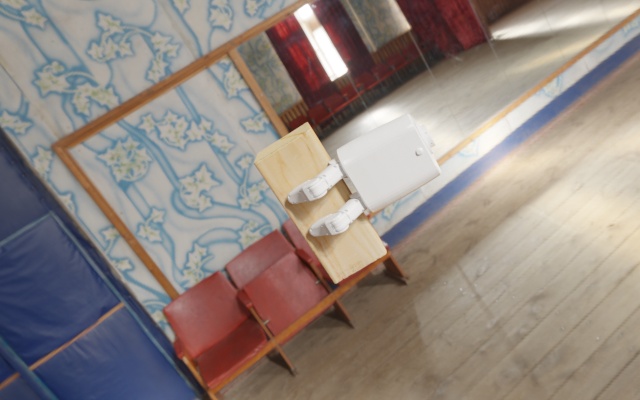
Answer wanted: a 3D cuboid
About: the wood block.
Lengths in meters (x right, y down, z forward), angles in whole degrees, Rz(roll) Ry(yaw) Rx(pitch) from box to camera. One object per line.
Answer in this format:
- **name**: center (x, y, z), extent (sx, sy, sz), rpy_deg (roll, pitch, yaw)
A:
- **wood block**: center (0.000, 0.002, 0.688), extent (0.090, 0.206, 0.090), rpy_deg (-31, 15, 5)
